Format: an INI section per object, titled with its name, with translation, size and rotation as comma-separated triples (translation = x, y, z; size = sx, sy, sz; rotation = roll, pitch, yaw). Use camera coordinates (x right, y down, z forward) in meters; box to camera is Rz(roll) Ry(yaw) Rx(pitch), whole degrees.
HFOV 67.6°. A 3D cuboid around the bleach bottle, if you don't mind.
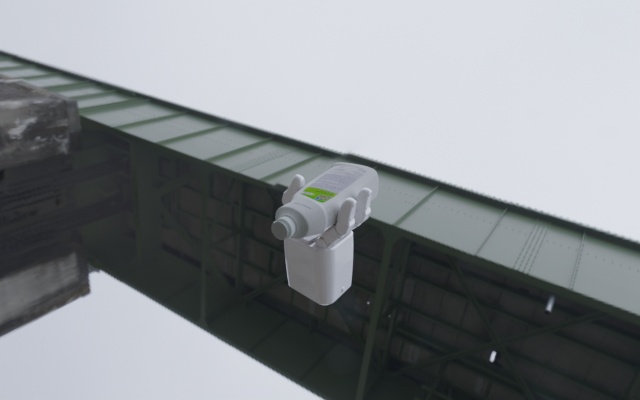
[bleach bottle]
translation = 0.000, 0.003, 0.779
size = 0.102, 0.068, 0.250
rotation = 10, 23, 30
